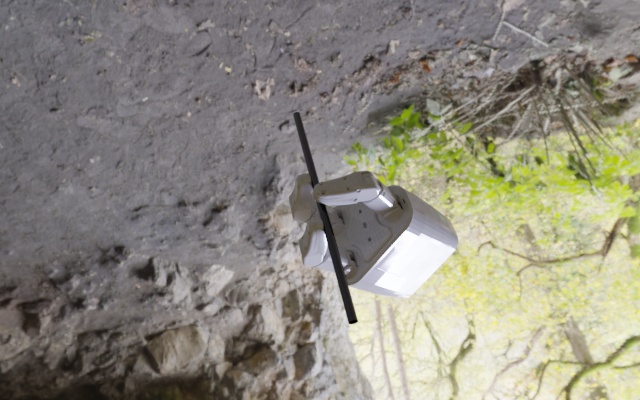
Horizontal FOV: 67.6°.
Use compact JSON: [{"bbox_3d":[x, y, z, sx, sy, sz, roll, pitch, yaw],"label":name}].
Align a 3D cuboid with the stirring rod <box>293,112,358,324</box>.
[{"bbox_3d":[0.000,0.001,0.444,0.011,0.239,0.011,-10,-36,-7],"label":"stirring rod"}]
